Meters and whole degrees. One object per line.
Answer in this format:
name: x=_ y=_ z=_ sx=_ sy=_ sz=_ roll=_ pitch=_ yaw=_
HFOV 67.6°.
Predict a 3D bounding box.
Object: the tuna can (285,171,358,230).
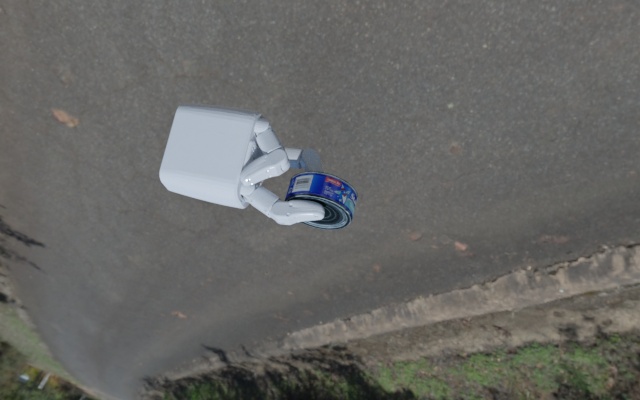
tuna can: x=0.000 y=0.002 z=0.578 sx=0.086 sy=0.033 sz=0.086 roll=12 pitch=-28 yaw=6
